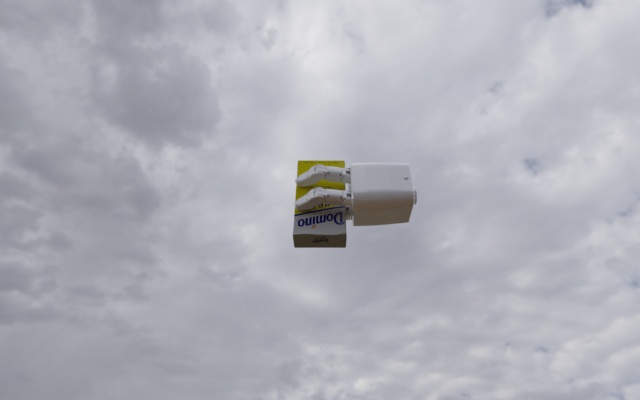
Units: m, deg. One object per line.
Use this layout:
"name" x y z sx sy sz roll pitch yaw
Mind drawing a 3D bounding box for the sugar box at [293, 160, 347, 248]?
"sugar box" 0.000 0.002 0.864 0.093 0.176 0.048 -1 -42 1
